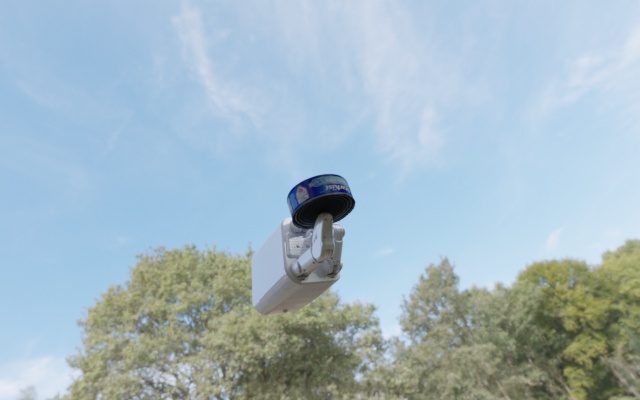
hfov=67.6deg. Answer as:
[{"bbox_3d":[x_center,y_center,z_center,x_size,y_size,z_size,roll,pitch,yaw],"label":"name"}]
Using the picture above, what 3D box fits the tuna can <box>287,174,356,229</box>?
[{"bbox_3d":[0.000,0.002,0.623,0.086,0.033,0.086,-15,-28,-8],"label":"tuna can"}]
